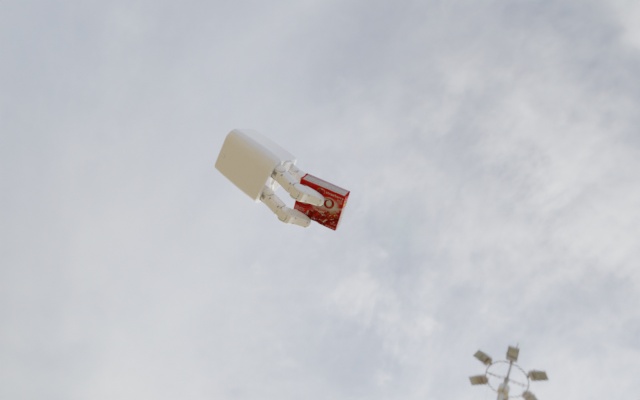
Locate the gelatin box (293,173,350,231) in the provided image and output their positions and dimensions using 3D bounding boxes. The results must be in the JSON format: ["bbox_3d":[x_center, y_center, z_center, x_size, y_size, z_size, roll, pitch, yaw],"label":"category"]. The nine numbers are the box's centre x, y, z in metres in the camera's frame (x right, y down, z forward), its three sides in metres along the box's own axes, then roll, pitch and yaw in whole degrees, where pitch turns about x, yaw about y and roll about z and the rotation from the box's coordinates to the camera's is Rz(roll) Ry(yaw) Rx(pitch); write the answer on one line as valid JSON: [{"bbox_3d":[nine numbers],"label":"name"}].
[{"bbox_3d":[0.001,0.003,0.845,0.089,0.073,0.030,23,30,13],"label":"gelatin box"}]
